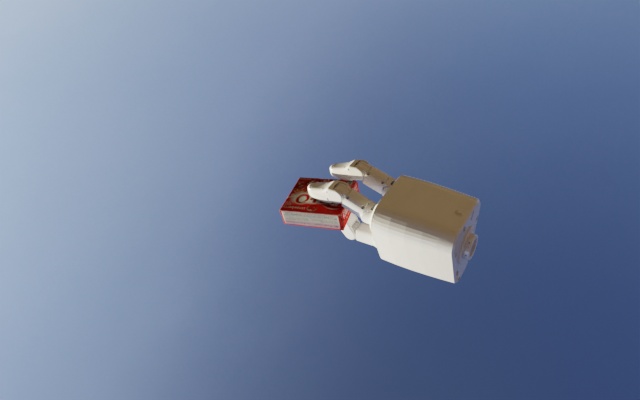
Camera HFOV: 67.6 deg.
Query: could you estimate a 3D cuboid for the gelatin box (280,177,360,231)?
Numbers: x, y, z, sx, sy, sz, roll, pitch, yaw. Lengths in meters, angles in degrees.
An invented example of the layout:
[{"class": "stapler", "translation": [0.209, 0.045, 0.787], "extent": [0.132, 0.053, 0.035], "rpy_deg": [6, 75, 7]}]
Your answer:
[{"class": "gelatin box", "translation": [0.000, 0.002, 0.647], "extent": [0.089, 0.030, 0.073], "rpy_deg": [4, 41, 23]}]
